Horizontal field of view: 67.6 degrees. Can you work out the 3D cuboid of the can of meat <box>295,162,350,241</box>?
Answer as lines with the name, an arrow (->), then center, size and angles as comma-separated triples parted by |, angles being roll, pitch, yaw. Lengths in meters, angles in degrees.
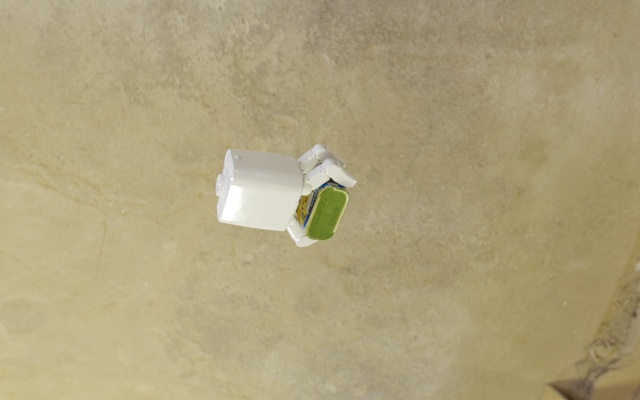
can of meat -> 0.000, 0.003, 0.765 | 0.057, 0.102, 0.084 | 11, 26, -22
